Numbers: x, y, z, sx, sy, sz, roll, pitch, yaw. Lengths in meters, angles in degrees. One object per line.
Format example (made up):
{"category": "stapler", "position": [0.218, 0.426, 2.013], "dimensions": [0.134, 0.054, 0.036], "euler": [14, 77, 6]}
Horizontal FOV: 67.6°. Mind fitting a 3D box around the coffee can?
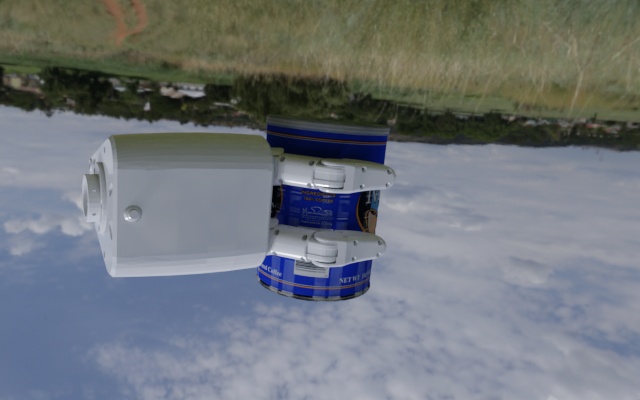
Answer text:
{"category": "coffee can", "position": [0.000, 0.001, 0.411], "dimensions": [0.103, 0.140, 0.103], "euler": [5, 11, -1]}
